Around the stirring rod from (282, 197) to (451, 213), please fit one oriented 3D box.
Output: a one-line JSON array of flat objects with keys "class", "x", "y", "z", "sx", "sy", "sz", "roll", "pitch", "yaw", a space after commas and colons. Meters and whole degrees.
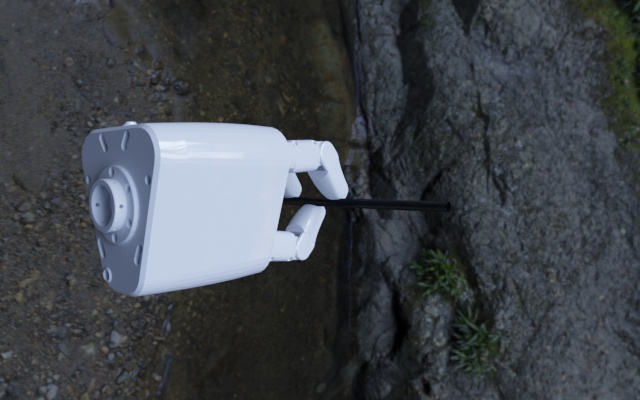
[{"class": "stirring rod", "x": 0.000, "y": 0.001, "z": 0.424, "sx": 0.239, "sy": 0.011, "sz": 0.011, "roll": 2, "pitch": 1, "yaw": 39}]
